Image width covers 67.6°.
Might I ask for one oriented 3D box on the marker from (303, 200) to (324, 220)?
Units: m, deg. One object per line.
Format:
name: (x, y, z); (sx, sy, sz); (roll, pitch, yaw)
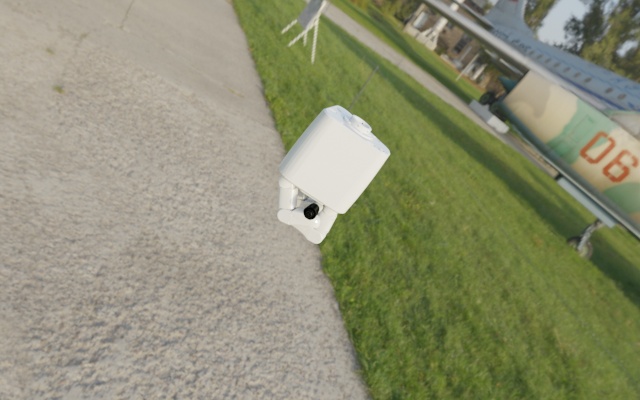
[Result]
marker: (0.000, 0.002, 0.682); (0.020, 0.020, 0.121); (0, 15, 16)
